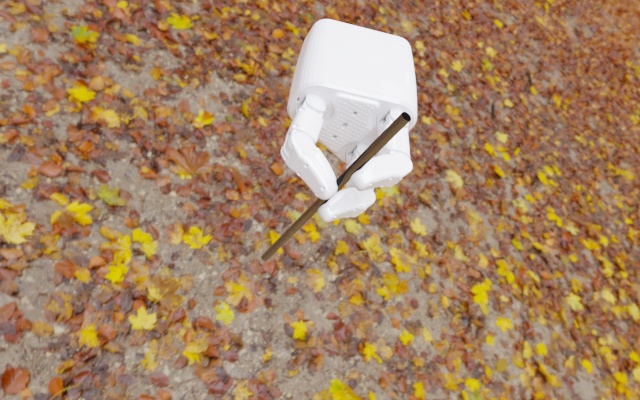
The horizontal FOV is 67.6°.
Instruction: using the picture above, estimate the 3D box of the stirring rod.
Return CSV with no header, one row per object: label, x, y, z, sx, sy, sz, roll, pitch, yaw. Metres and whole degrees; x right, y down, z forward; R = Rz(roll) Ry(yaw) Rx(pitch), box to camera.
stirring rod,0.000,0.001,0.412,0.011,0.011,0.240,0,-29,-34
